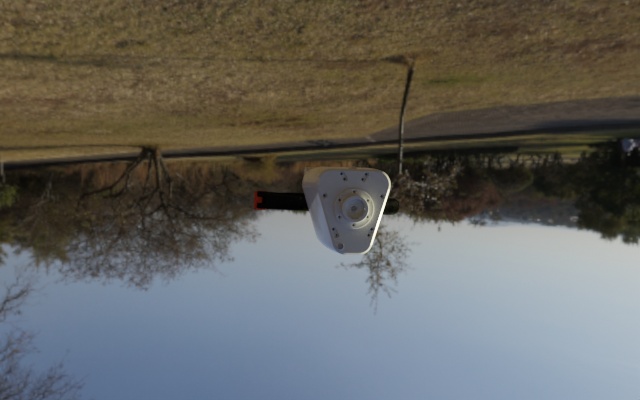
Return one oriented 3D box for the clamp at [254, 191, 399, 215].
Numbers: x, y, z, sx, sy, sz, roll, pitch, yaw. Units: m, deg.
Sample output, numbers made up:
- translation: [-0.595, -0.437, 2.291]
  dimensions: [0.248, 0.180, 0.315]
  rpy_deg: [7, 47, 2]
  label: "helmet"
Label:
- translation: [0.000, 0.003, 0.756]
  dimensions: [0.210, 0.036, 0.164]
  rpy_deg: [2, 2, -9]
  label: "clamp"
